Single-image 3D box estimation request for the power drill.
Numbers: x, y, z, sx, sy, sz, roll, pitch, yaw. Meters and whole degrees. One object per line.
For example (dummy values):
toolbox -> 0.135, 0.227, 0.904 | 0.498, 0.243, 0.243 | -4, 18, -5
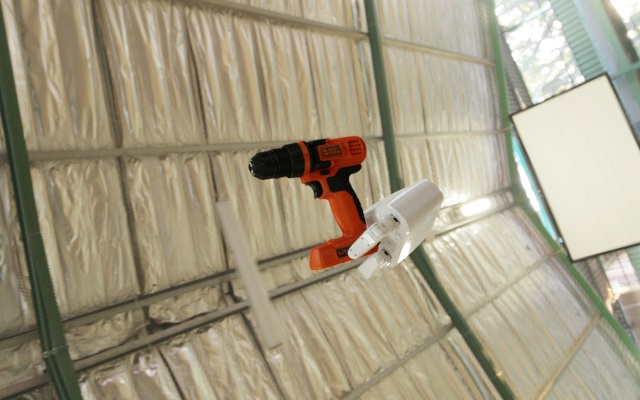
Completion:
power drill -> 0.000, 0.003, 0.696 | 0.184, 0.187, 0.057 | -13, -3, -22
